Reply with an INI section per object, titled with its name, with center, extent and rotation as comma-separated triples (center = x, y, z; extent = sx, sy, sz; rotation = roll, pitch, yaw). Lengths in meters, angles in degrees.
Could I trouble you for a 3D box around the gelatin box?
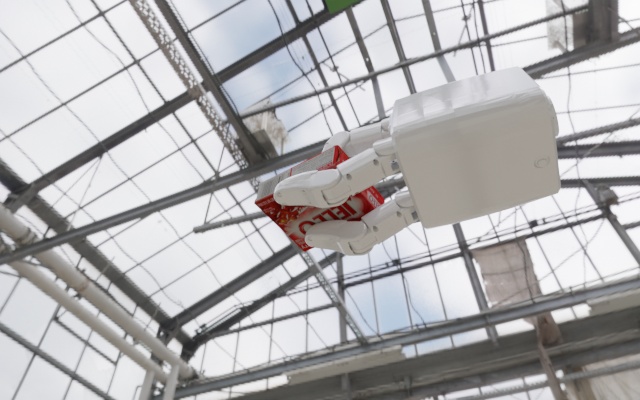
[gelatin box]
center = 0.000, 0.001, 0.413
extent = 0.089, 0.030, 0.073
rotation = -23, -54, 29
